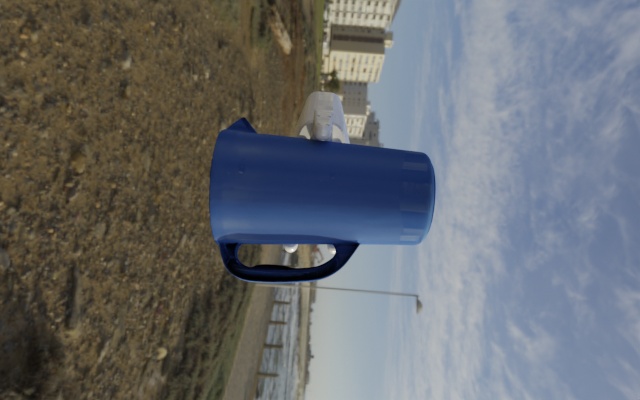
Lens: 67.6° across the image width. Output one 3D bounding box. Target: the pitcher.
[{"bbox_3d":[0.000,0.002,0.548,0.243,0.149,0.145,4,34,0],"label":"pitcher"}]
